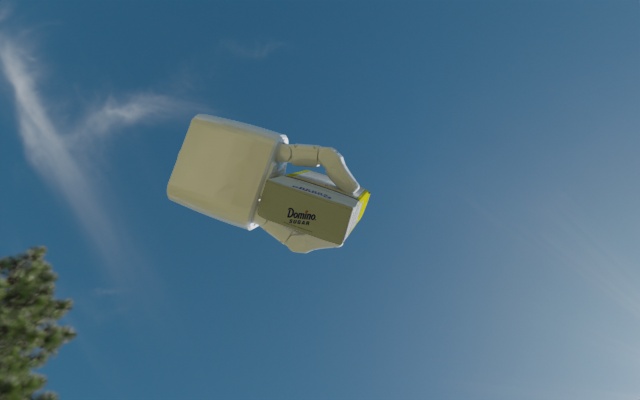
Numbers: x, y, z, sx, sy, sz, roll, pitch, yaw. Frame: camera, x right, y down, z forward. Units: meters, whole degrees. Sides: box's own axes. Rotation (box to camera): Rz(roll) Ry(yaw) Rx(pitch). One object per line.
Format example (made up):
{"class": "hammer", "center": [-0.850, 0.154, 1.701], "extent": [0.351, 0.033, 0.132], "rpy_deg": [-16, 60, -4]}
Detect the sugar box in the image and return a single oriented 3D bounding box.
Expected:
{"class": "sugar box", "center": [0.000, 0.002, 0.545], "extent": [0.093, 0.048, 0.176], "rpy_deg": [19, 12, 9]}
